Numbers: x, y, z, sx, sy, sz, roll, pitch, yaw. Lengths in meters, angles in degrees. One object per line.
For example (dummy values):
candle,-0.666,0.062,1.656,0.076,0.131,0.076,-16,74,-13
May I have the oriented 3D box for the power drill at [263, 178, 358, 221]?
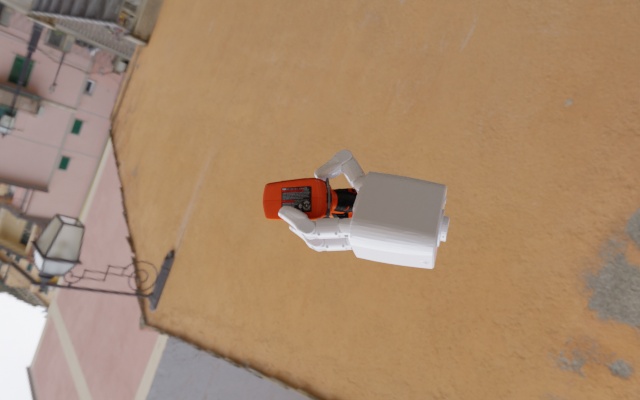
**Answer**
power drill,0.000,0.002,0.728,0.184,0.057,0.187,-5,-4,34
